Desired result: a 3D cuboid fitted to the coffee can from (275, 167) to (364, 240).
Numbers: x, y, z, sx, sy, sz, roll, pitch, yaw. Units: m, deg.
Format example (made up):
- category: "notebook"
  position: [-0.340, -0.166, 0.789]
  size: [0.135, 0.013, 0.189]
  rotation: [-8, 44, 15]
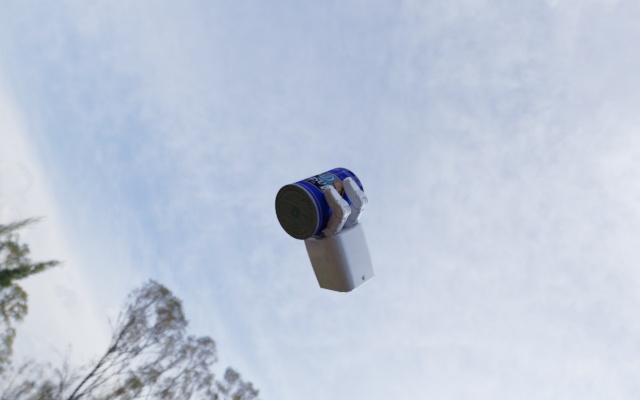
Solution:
- category: "coffee can"
  position: [0.000, 0.003, 0.885]
  size: [0.103, 0.103, 0.140]
  rotation: [0, 15, 42]
